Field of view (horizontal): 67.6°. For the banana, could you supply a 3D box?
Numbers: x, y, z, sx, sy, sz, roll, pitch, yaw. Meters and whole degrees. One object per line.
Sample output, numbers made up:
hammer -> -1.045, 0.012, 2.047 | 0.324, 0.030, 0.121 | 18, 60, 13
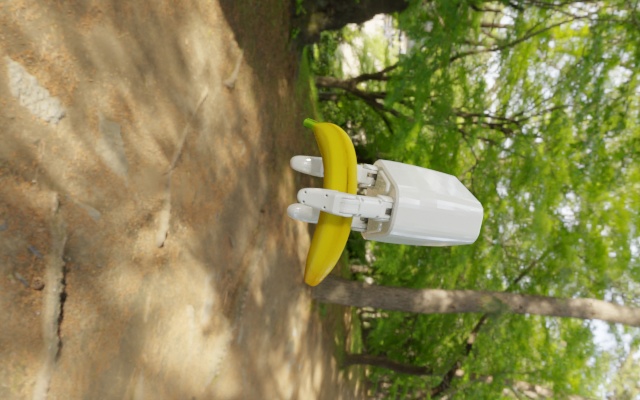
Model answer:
banana -> 0.011, -0.005, 0.533 | 0.037, 0.197, 0.069 | 11, -16, -36
